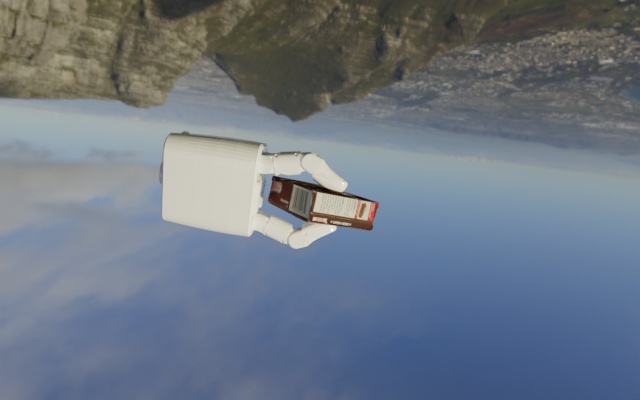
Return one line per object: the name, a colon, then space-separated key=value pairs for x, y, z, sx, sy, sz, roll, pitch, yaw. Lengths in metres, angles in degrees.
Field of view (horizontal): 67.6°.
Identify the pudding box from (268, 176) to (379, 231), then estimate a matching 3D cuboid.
pudding box: x=0.000 y=0.002 z=0.569 sx=0.090 sy=0.039 sz=0.113 roll=9 pitch=8 yaw=-30
